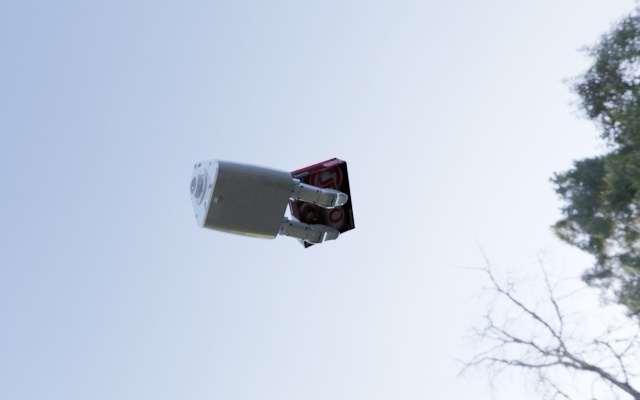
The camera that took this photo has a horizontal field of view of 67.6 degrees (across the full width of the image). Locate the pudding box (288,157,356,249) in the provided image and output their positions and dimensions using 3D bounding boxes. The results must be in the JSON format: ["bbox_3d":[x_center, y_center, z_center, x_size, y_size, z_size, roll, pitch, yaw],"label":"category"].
[{"bbox_3d":[0.000,0.002,0.702,0.090,0.113,0.039,-20,28,-23],"label":"pudding box"}]
